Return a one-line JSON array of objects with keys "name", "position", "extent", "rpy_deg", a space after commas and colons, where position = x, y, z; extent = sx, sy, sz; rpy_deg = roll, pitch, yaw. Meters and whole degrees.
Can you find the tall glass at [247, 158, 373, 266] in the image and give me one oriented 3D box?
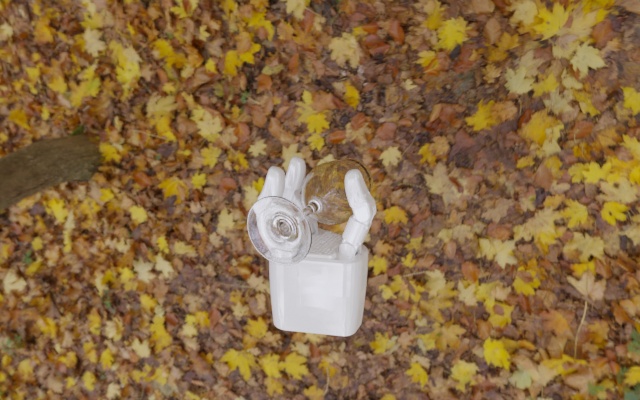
[{"name": "tall glass", "position": [0.000, 0.002, 0.560], "extent": [0.079, 0.079, 0.201], "rpy_deg": [0, 18, 27]}]
